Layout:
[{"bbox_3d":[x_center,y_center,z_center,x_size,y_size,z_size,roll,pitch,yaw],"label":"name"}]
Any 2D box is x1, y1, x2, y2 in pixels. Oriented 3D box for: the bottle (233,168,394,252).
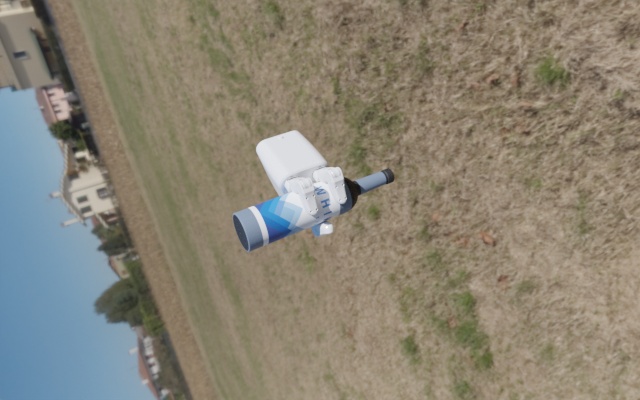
[{"bbox_3d":[0.000,0.003,0.816,0.295,0.069,0.069,-21,8,-22],"label":"bottle"}]
